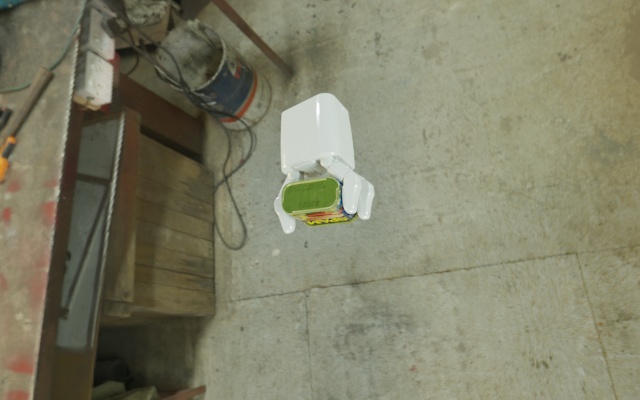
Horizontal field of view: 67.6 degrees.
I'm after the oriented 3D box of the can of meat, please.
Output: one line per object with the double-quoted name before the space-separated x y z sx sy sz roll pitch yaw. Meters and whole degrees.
"can of meat" 0.000 0.002 0.745 0.102 0.057 0.084 -8 -17 23
